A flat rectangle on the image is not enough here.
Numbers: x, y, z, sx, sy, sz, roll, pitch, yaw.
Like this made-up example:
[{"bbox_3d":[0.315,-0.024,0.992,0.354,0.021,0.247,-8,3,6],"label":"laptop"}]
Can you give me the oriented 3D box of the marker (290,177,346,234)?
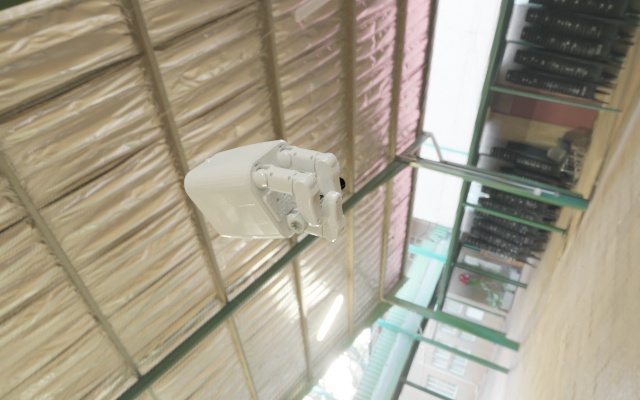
[{"bbox_3d":[0.000,0.002,0.575,0.020,0.020,0.121,0,27,29],"label":"marker"}]
